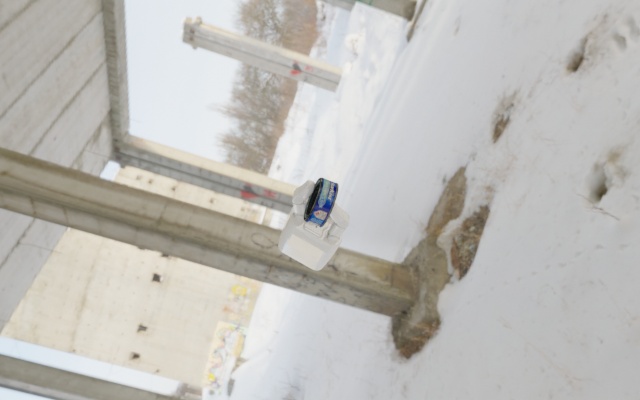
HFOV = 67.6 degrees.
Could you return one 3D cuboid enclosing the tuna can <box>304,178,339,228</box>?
[{"bbox_3d":[0.000,0.003,0.855,0.034,0.086,0.086,21,-4,-10],"label":"tuna can"}]
